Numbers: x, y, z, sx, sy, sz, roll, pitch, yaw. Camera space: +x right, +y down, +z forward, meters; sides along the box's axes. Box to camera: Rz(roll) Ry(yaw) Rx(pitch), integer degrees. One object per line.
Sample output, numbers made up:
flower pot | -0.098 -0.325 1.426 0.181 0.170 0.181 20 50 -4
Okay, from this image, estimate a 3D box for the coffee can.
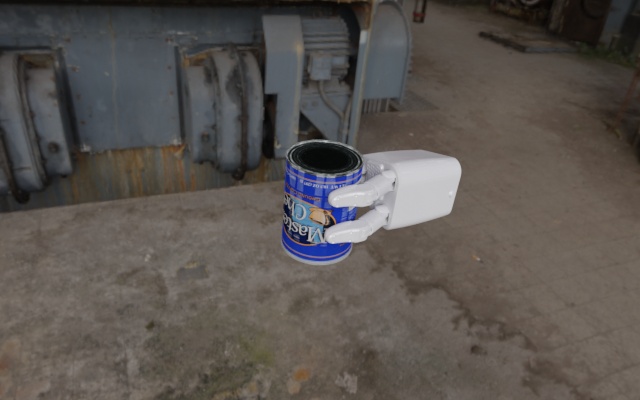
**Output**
coffee can | 0.000 0.002 0.651 0.103 0.140 0.102 4 32 -3
